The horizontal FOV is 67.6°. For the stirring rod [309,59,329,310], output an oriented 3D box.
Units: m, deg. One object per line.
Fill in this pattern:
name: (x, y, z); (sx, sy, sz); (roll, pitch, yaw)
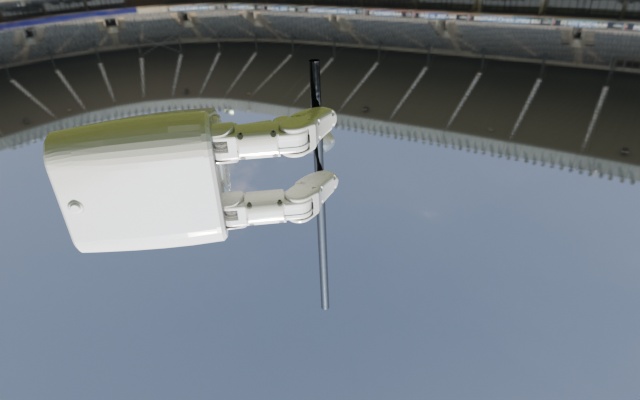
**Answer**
stirring rod: (0.000, 0.001, 0.410); (0.011, 0.240, 0.011); (-2, 30, 1)
